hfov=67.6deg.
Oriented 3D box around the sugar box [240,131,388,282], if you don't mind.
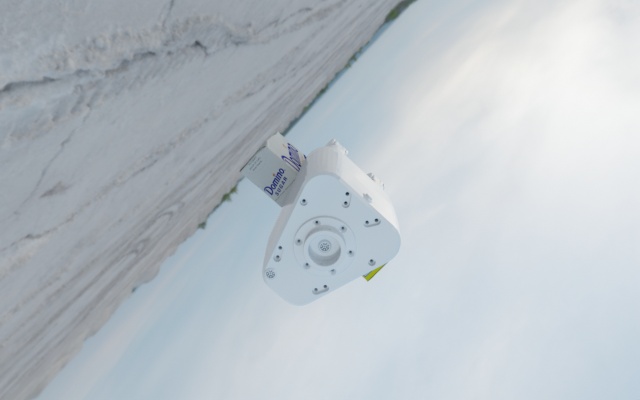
[{"bbox_3d":[0.001,0.001,0.522,0.176,0.048,0.093,43,15,-9],"label":"sugar box"}]
